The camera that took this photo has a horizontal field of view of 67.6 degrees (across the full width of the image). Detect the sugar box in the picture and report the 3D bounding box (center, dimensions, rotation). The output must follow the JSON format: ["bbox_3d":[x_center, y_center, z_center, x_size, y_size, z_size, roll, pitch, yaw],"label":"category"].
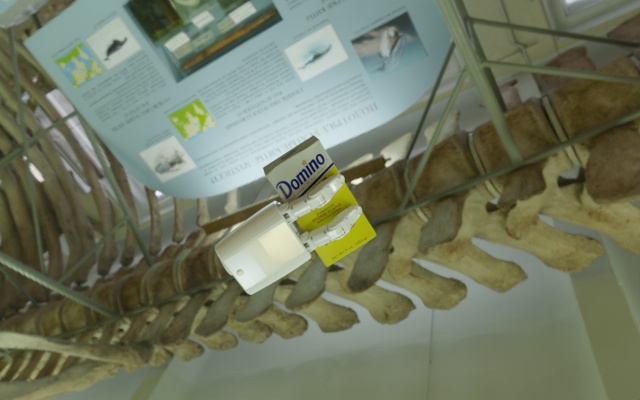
[{"bbox_3d":[0.000,0.003,0.708,0.093,0.176,0.048,-33,23,-1],"label":"sugar box"}]
